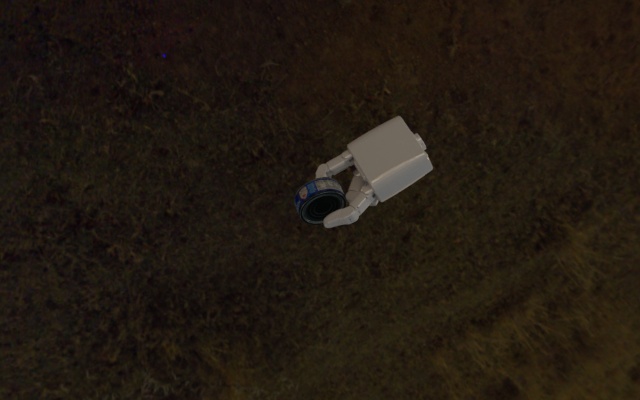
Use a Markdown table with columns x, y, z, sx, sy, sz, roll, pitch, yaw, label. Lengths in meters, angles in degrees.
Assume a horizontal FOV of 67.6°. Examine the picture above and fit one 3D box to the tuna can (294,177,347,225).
| x | y | z | sx | sy | sz | roll | pitch | yaw | label |
| --- | --- | --- | --- | --- | --- | --- | --- | --- | --- |
| 0.000 | 0.003 | 0.807 | 0.086 | 0.033 | 0.086 | -13 | -40 | -11 | tuna can |
